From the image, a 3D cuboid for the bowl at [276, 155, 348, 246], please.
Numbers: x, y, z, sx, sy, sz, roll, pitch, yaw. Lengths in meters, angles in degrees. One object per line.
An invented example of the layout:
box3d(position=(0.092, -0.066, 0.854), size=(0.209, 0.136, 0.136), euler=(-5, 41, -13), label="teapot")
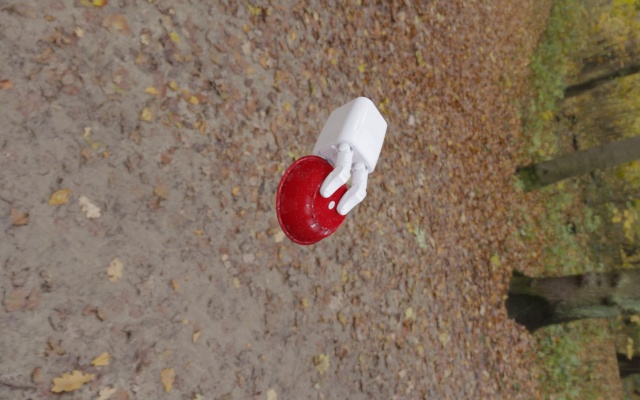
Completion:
box3d(position=(0.000, 0.004, 0.831), size=(0.055, 0.162, 0.162), euler=(9, 6, 44), label="bowl")
